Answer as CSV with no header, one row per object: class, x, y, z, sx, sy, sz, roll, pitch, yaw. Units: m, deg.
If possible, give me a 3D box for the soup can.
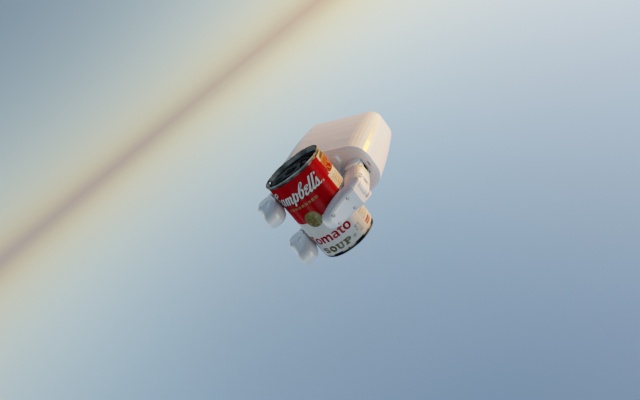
soup can,0.000,0.002,0.506,0.068,0.102,0.068,-35,19,14
